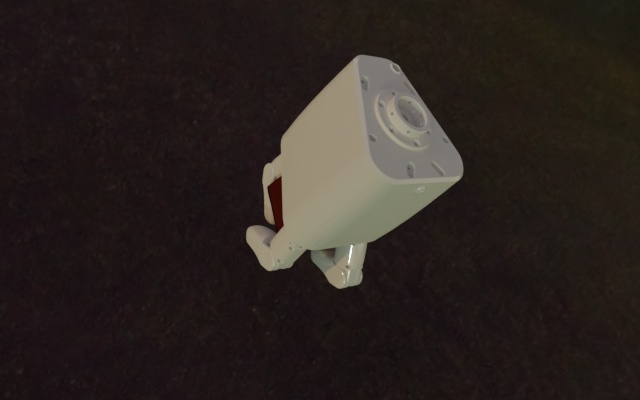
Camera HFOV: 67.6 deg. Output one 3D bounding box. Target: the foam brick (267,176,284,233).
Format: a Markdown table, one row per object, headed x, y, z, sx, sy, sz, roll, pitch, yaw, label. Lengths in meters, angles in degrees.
| x | y | z | sx | sy | sz | roll | pitch | yaw | label |
| --- | --- | --- | --- | --- | --- | --- | --- | --- | --- |
| 0.000 | 0.001 | 0.437 | 0.078 | 0.053 | 0.051 | -4 | -16 | -37 | foam brick |
